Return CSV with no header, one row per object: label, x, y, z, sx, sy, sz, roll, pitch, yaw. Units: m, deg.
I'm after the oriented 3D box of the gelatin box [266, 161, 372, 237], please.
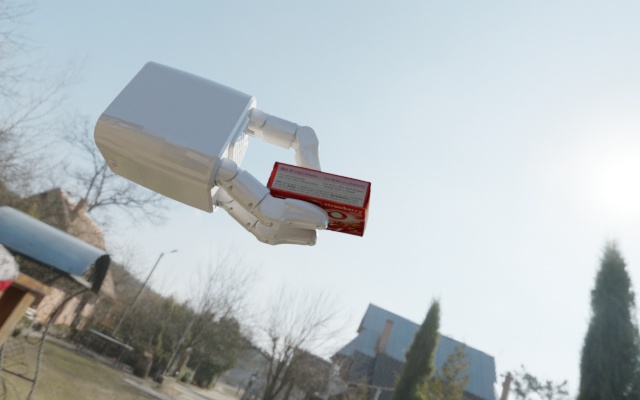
gelatin box,0.001,0.001,0.437,0.089,0.030,0.073,12,-22,8
